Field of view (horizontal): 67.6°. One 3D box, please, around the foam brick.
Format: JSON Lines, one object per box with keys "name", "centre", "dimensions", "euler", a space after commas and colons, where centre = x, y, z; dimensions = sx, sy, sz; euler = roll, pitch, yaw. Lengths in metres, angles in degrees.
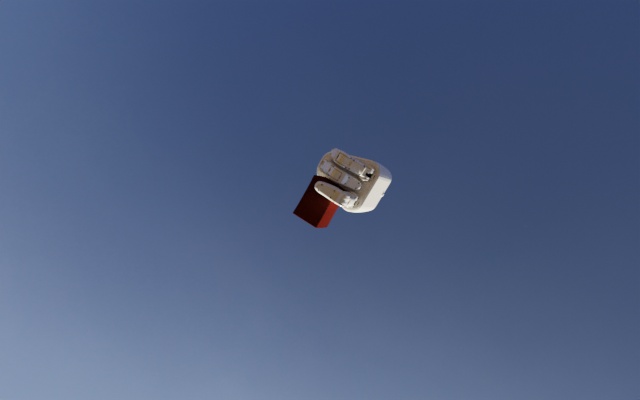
{"name": "foam brick", "centre": [0.000, 0.003, 0.828], "dimensions": [0.053, 0.078, 0.051], "euler": [34, 10, 19]}
